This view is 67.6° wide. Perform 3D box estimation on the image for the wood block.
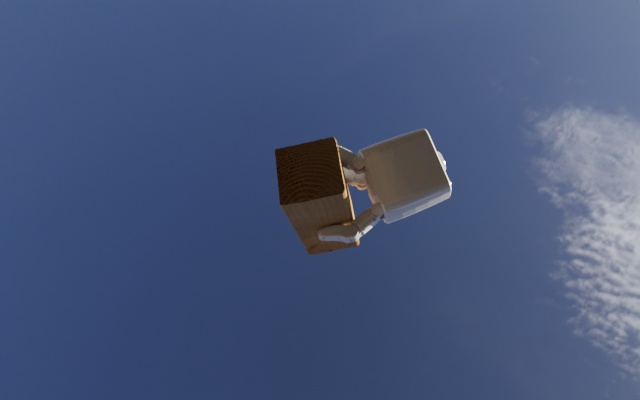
[{"bbox_3d":[0.001,0.003,0.731,0.090,0.090,0.206,-11,-27,5],"label":"wood block"}]
